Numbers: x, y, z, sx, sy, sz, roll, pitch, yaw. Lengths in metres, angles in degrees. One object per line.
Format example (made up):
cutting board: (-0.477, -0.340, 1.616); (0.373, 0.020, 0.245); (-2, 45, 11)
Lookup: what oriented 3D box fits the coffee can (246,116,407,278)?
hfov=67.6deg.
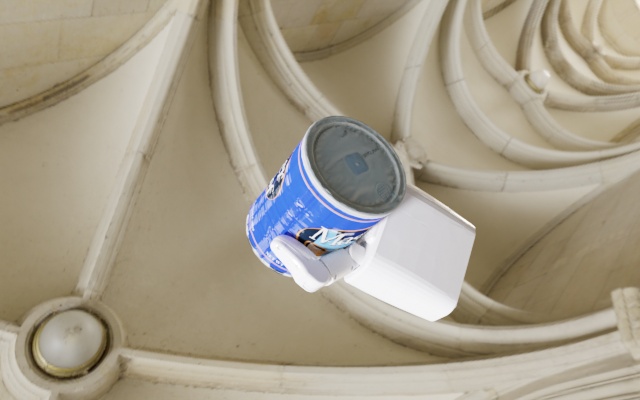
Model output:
coffee can: (0.000, 0.001, 0.462); (0.103, 0.102, 0.140); (0, -29, -32)
